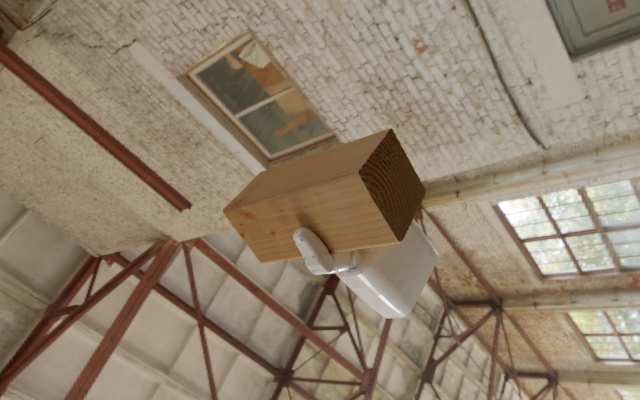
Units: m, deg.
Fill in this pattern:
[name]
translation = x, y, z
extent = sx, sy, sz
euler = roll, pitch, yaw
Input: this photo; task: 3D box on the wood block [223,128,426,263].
[wood block]
translation = 0.000, 0.002, 0.547
extent = 0.206, 0.090, 0.090
euler = -14, 27, 40
